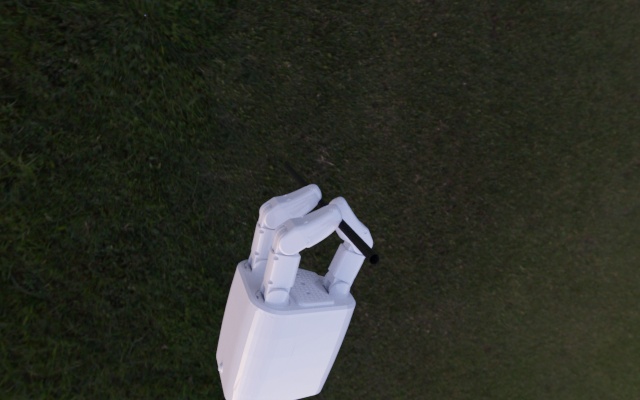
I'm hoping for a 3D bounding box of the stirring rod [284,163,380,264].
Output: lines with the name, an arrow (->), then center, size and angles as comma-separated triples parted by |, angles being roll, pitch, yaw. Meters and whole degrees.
stirring rod -> 0.000, 0.002, 0.450 | 0.011, 0.011, 0.239 | 0, 20, -20
